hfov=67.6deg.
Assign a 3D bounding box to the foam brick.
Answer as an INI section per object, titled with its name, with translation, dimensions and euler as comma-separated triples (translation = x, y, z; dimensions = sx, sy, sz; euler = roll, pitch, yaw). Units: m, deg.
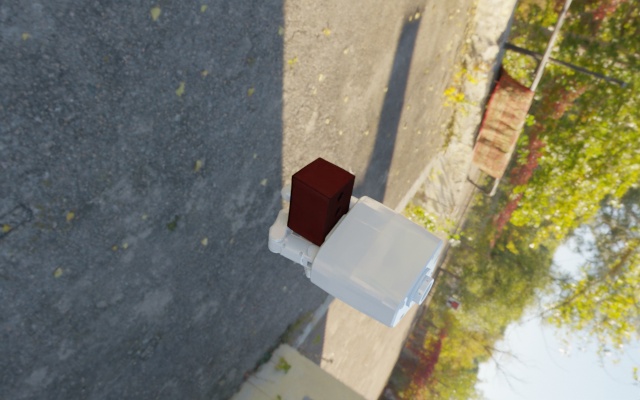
[foam brick]
translation = 0.000, 0.002, 0.534
dimensions = 0.051, 0.078, 0.053
euler = 30, 46, 23
